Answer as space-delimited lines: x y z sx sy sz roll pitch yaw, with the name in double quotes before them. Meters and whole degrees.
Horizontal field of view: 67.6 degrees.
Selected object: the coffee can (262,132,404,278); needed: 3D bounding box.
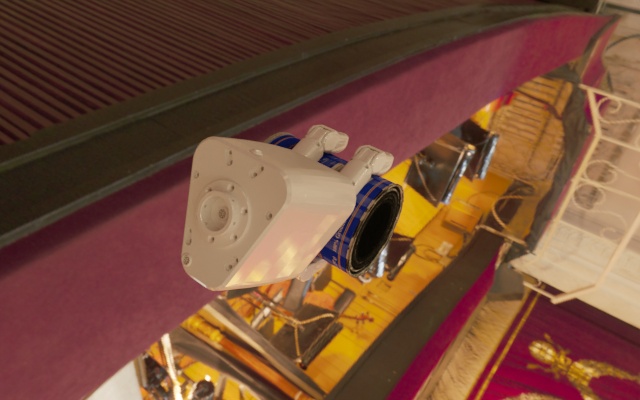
"coffee can" 0.000 0.002 0.497 0.140 0.103 0.103 27 12 25
